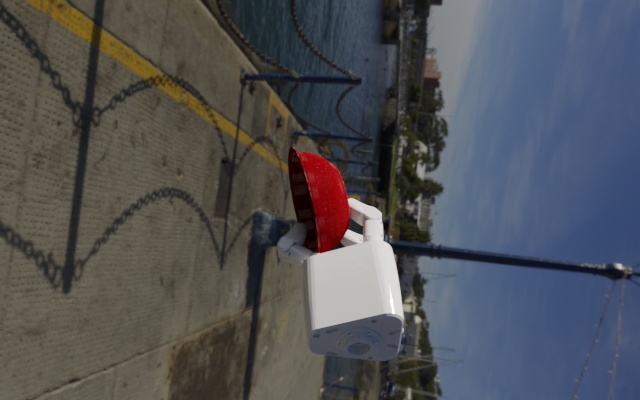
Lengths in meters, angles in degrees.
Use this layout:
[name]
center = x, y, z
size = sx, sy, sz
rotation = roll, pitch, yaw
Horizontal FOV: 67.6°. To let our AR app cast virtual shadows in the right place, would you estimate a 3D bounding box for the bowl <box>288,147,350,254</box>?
[bowl]
center = 0.000, 0.001, 0.650
size = 0.055, 0.162, 0.162
rotation = -12, 2, -11
